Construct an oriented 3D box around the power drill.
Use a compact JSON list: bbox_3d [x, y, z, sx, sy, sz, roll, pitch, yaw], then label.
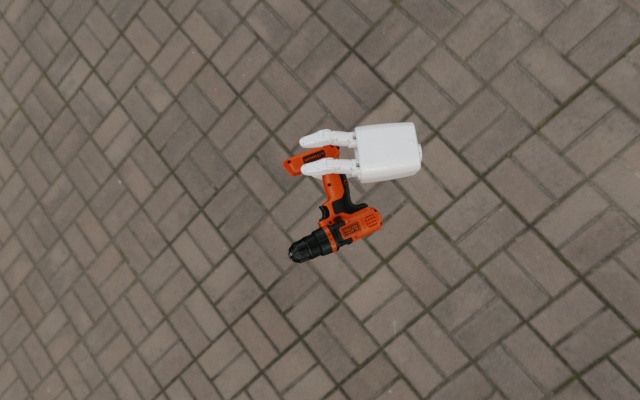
[{"bbox_3d":[0.000,0.002,0.868,0.184,0.187,0.057,-23,1,-14],"label":"power drill"}]
